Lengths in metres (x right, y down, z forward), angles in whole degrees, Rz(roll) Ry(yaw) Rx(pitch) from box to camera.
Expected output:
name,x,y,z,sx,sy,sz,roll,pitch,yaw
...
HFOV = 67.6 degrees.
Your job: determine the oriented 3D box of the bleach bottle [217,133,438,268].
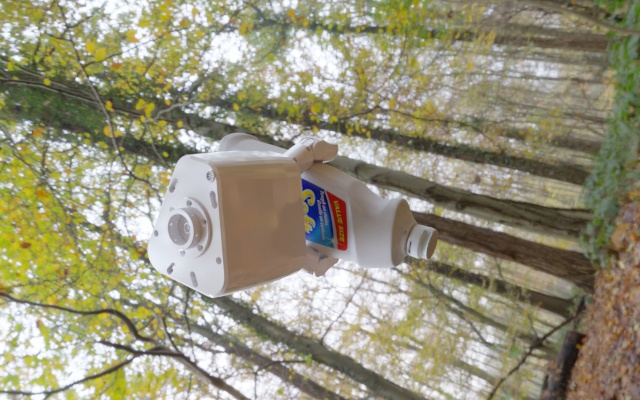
name,x,y,z,sx,sy,sz,roll,pitch,yaw
bleach bottle,0.000,0.002,0.499,0.251,0.102,0.068,17,12,29
